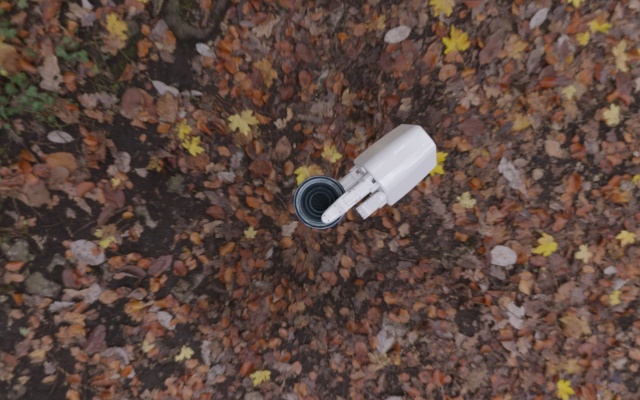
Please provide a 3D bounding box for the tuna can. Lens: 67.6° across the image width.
[{"bbox_3d":[0.000,0.003,0.752,0.086,0.086,0.034,0,1,3],"label":"tuna can"}]
